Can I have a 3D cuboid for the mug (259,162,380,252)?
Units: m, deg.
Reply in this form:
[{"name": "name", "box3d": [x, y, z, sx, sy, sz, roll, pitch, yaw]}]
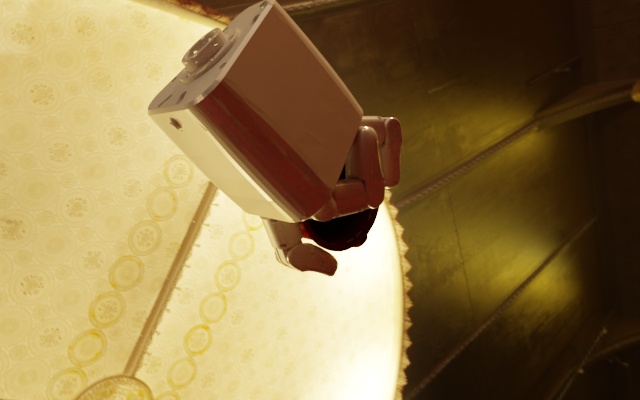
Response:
[{"name": "mug", "box3d": [0.001, 0.002, 0.436, 0.081, 0.093, 0.117, 7, -34, 49]}]
